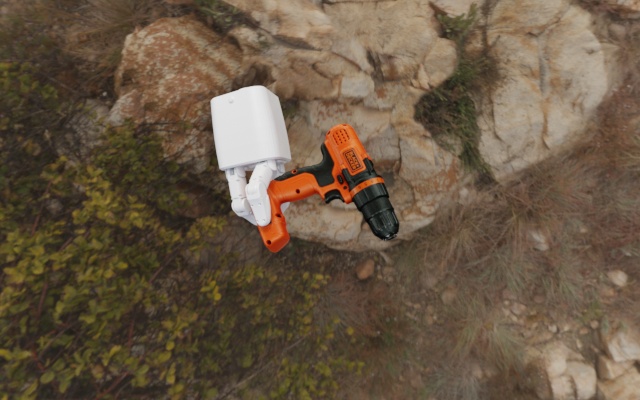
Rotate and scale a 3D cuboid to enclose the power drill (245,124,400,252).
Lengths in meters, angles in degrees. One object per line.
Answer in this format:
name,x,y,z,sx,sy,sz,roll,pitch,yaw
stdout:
power drill,0.000,0.002,0.684,0.187,0.184,0.057,-25,-21,2
